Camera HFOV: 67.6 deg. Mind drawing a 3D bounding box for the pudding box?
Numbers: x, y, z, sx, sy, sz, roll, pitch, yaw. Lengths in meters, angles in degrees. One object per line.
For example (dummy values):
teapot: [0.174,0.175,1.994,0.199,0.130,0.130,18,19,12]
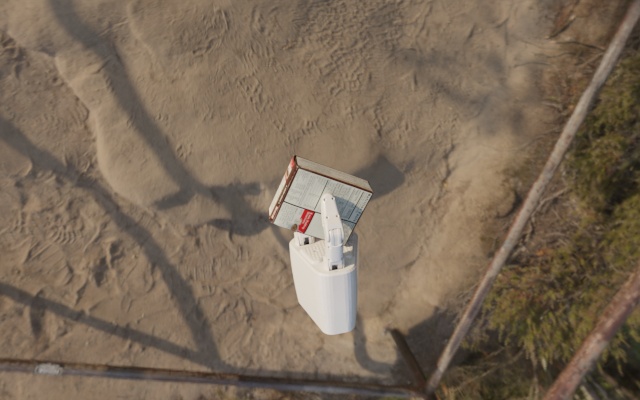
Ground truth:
pudding box: [0.000,0.002,0.622,0.113,0.090,0.039,18,23,-21]
